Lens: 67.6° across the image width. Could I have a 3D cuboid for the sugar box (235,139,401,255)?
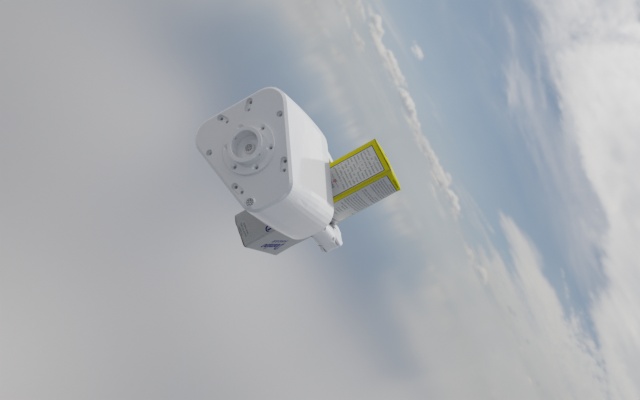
[{"bbox_3d":[0.000,0.001,0.538,0.176,0.048,0.093,-26,-18,10],"label":"sugar box"}]
